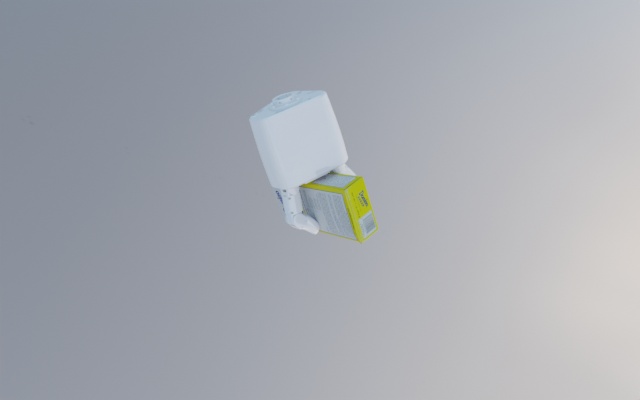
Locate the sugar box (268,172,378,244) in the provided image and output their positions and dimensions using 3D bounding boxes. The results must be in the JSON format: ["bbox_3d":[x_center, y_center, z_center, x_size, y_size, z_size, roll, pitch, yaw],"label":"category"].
[{"bbox_3d":[0.001,0.002,0.729,0.048,0.093,0.176,-35,31,-30],"label":"sugar box"}]
